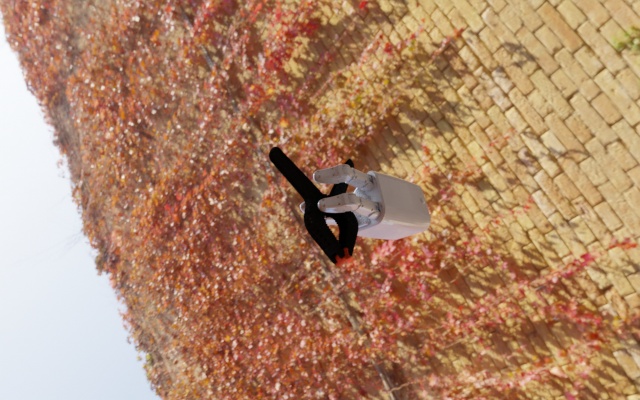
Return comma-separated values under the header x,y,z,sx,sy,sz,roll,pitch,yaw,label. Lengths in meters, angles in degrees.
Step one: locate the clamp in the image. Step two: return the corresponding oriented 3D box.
x,y,z,sx,sy,sz,roll,pitch,yaw,label
0.000,0.003,0.759,0.164,0.209,0.036,11,-38,-29,clamp
